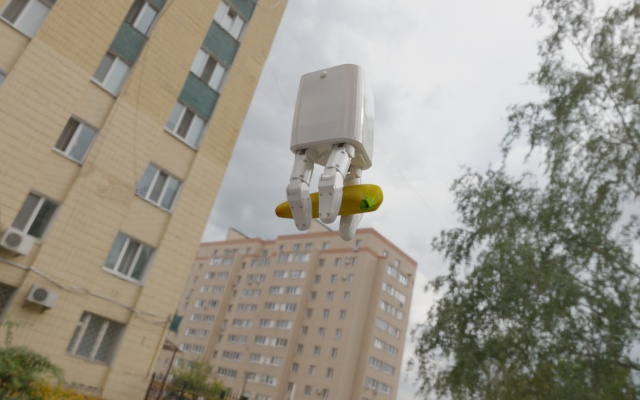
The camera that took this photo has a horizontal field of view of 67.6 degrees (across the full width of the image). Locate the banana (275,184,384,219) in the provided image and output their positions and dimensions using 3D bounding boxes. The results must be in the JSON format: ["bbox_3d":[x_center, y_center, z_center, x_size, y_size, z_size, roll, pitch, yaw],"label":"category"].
[{"bbox_3d":[0.017,0.002,0.609,0.069,0.037,0.198,0,-5,-35],"label":"banana"}]
